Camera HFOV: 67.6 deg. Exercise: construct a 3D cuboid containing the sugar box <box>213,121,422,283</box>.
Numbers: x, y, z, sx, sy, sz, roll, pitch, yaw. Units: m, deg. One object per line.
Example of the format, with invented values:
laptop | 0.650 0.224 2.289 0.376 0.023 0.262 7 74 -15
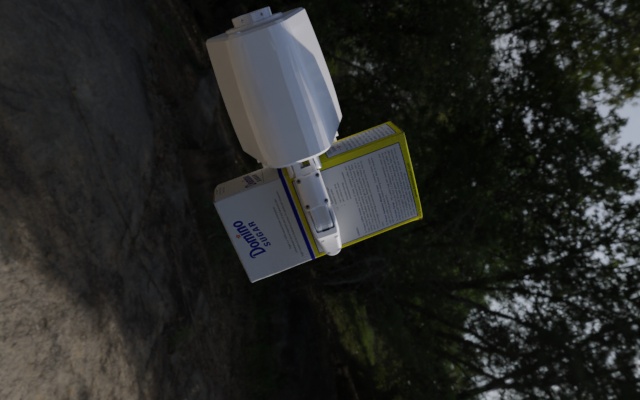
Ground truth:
sugar box | 0.000 0.001 0.445 0.176 0.093 0.048 -19 26 0
